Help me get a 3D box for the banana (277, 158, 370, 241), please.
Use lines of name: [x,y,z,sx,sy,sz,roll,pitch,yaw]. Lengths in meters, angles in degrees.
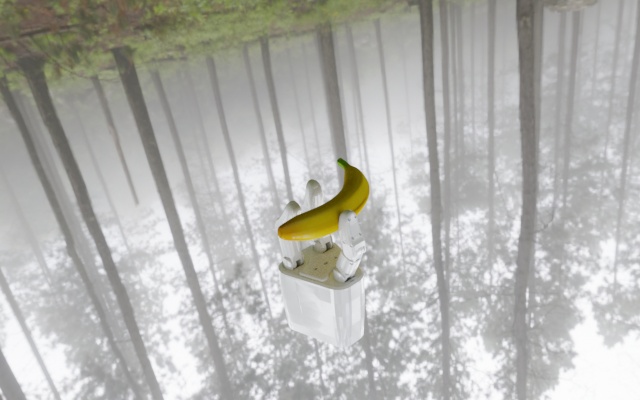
banana: [0.019,0.004,0.612,0.069,0.037,0.197,12,33,20]
